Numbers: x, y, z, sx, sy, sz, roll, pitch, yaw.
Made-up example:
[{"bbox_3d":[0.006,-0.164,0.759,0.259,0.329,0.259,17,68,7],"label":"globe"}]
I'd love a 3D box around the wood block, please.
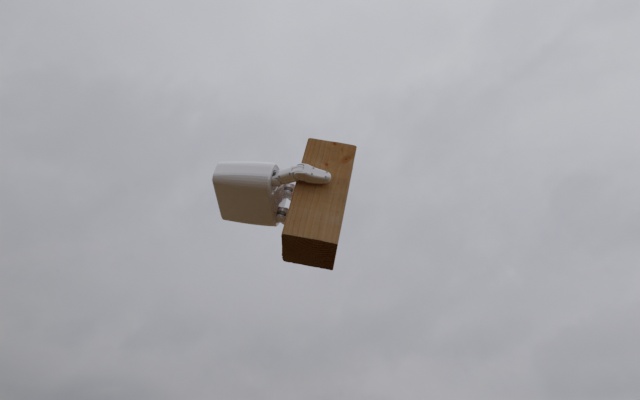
[{"bbox_3d":[0.000,0.002,0.821,0.090,0.206,0.091,10,-35,4],"label":"wood block"}]
